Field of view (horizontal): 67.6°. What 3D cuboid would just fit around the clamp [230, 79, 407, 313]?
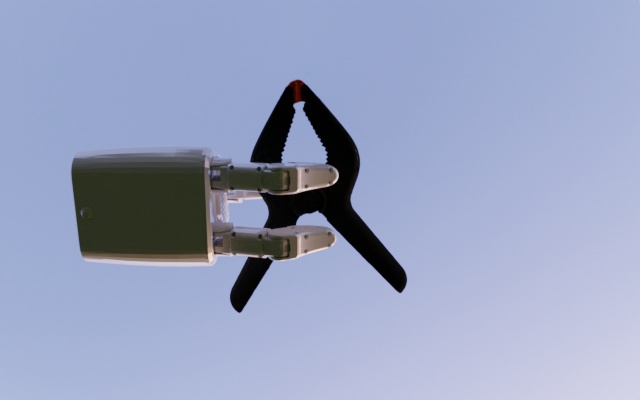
[{"bbox_3d":[0.000,0.001,0.423,0.164,0.210,0.036,0,15,-5],"label":"clamp"}]
